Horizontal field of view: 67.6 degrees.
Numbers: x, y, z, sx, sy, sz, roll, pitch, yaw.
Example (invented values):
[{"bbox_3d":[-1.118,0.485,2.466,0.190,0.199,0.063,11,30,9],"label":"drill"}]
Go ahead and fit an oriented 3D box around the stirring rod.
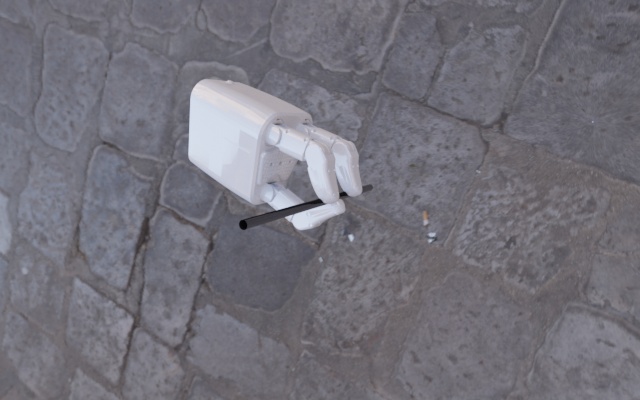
[{"bbox_3d":[0.000,0.002,0.466,0.011,0.011,0.239,0,8,30],"label":"stirring rod"}]
